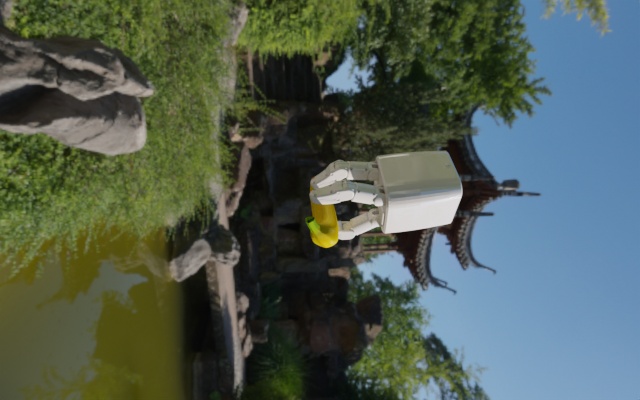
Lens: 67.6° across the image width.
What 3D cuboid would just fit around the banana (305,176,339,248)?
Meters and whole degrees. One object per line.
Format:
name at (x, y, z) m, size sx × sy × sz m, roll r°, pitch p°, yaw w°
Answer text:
banana at (0.004, 0.021, 0.697) m, size 0.037 × 0.070 × 0.197 m, roll -11°, pitch 18°, yaw 3°
